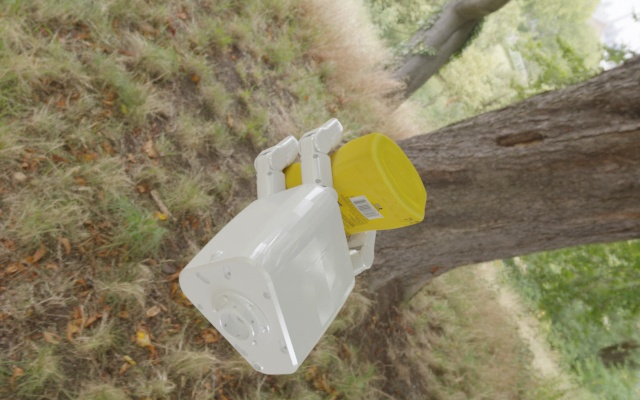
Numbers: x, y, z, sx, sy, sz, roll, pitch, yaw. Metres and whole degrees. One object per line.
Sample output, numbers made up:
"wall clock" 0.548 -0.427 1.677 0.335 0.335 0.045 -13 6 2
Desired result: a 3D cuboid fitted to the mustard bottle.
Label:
"mustard bottle" 0.000 0.001 0.476 0.191 0.058 0.096 -17 -47 36
